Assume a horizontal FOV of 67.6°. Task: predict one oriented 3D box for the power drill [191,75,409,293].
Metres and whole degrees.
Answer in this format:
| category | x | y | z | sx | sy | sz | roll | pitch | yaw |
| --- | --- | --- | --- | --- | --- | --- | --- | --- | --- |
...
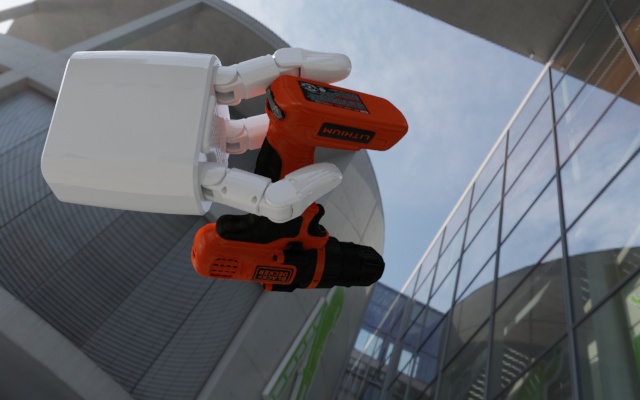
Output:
| category | x | y | z | sx | sy | sz | roll | pitch | yaw |
| --- | --- | --- | --- | --- | --- | --- | --- | --- | --- |
| power drill | 0.000 | 0.001 | 0.401 | 0.184 | 0.188 | 0.057 | 8 | 33 | -24 |
